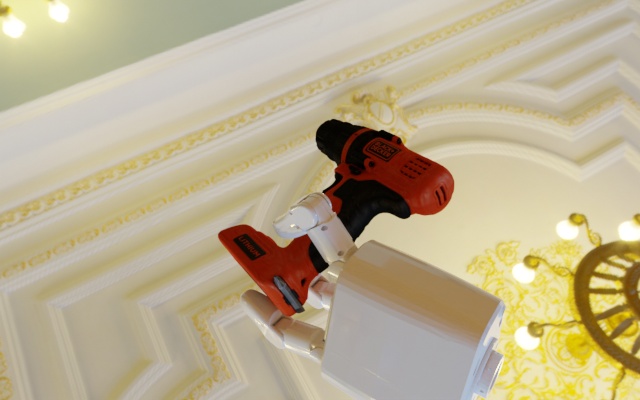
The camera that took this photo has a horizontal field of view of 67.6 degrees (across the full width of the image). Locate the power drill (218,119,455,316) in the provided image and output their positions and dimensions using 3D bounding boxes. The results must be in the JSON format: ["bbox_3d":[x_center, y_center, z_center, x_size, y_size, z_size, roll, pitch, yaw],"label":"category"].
[{"bbox_3d":[0.000,0.002,0.444,0.187,0.057,0.184,-41,38,-11],"label":"power drill"}]
